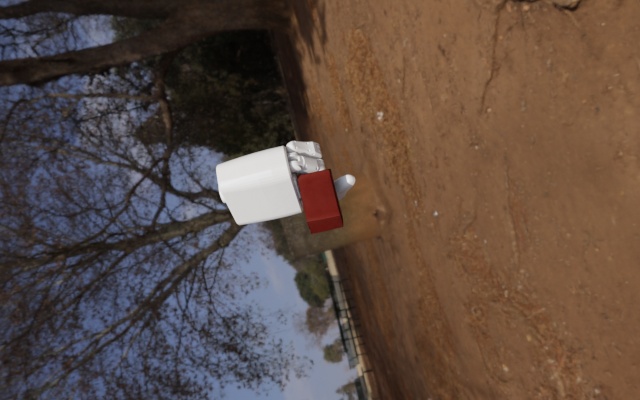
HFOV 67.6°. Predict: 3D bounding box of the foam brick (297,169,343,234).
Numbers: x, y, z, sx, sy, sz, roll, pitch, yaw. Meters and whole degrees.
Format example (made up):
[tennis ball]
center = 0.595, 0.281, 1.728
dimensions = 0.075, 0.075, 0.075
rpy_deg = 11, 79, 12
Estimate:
[foam brick]
center = 0.000, 0.003, 0.702
dimensions = 0.051, 0.078, 0.053
rpy_deg = -13, -23, 0
